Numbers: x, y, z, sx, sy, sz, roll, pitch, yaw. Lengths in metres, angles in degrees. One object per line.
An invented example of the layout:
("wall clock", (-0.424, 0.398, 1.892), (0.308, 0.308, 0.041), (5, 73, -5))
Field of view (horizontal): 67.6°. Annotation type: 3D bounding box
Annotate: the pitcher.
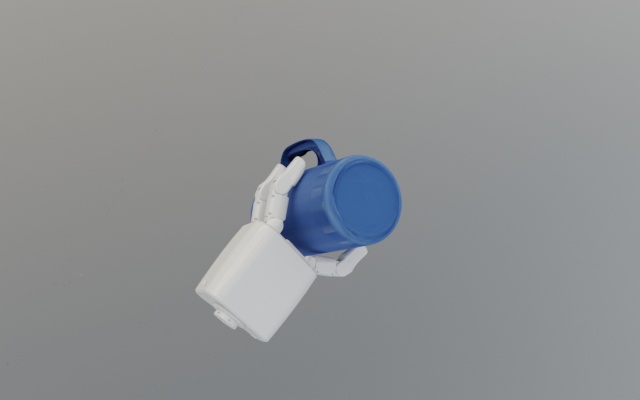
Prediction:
("pitcher", (0.000, 0.002, 0.659), (0.149, 0.145, 0.243), (44, -23, -14))
